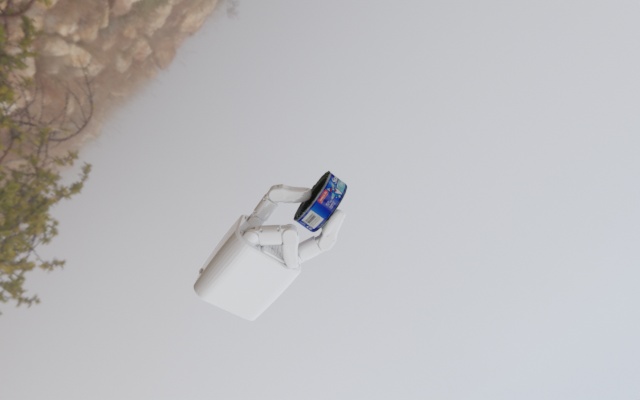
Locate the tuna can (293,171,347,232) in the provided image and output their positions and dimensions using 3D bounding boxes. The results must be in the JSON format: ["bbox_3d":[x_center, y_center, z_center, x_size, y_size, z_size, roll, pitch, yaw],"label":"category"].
[{"bbox_3d":[0.001,0.002,0.674,0.034,0.086,0.086,36,-7,-10],"label":"tuna can"}]
